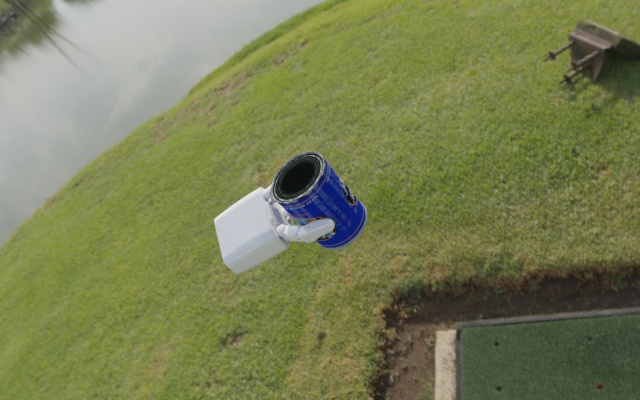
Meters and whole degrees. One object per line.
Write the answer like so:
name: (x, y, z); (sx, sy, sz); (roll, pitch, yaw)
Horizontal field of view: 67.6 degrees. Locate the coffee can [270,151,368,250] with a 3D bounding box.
coffee can: (0.000, 0.003, 0.788); (0.103, 0.102, 0.140); (0, -35, 41)
